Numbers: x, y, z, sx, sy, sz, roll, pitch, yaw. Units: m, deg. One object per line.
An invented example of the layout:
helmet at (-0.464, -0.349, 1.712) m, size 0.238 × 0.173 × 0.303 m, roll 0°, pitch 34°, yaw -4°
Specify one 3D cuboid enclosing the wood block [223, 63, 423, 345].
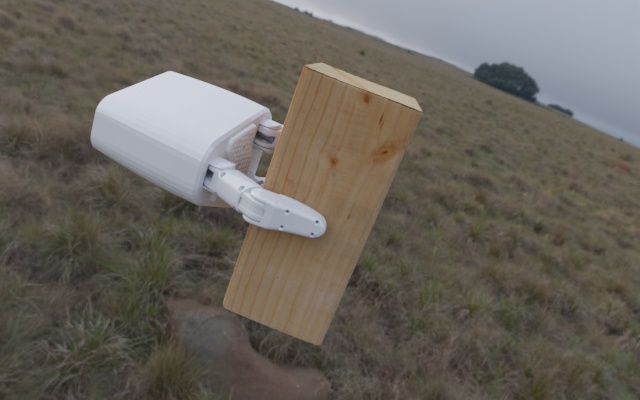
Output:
wood block at (0.000, 0.001, 0.400) m, size 0.090 × 0.206 × 0.090 m, roll 22°, pitch 19°, yaw 1°
